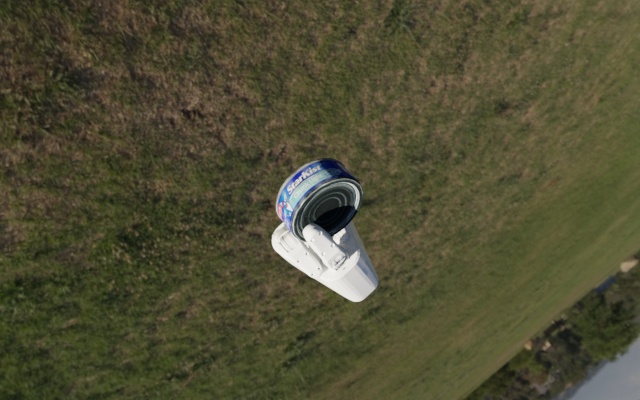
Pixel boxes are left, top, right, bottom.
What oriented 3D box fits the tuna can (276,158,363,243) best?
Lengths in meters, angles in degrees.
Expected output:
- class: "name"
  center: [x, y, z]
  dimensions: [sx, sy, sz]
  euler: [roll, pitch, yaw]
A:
- class: "tuna can"
  center: [0.000, 0.002, 0.483]
  dimensions: [0.086, 0.086, 0.033]
  euler: [0, 38, -41]
